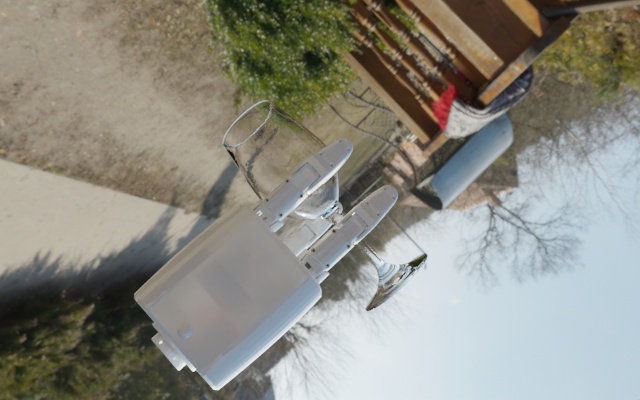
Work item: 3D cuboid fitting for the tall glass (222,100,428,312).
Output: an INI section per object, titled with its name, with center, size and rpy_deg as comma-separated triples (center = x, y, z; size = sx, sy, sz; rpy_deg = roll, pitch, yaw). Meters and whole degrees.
[tall glass]
center = 0.001, 0.002, 0.434
size = 0.079, 0.201, 0.079
rpy_deg = -43, -5, -5
